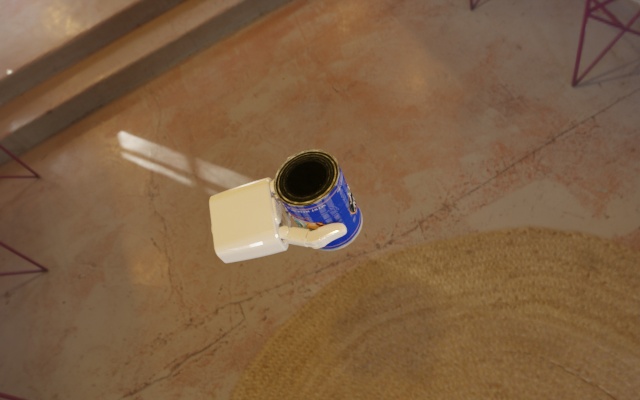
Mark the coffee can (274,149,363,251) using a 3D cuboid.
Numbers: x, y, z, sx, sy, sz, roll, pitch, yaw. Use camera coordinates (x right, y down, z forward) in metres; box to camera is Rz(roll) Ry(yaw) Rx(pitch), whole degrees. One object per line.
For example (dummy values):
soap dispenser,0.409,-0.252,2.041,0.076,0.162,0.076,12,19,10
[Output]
coffee can,0.000,0.003,0.750,0.103,0.102,0.140,0,-33,21
